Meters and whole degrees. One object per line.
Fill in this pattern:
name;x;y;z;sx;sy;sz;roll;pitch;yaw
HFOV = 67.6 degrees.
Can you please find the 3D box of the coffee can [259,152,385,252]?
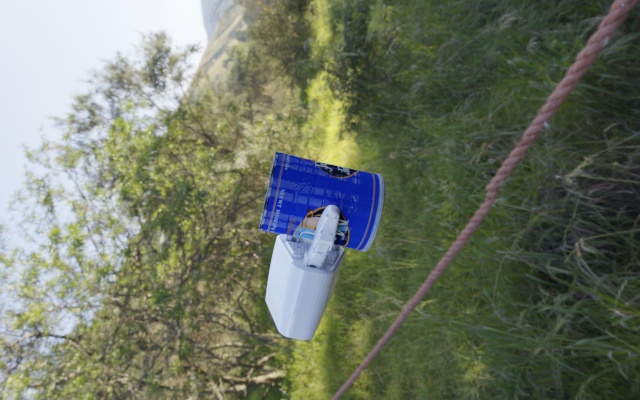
coffee can;0.000;0.002;0.612;0.140;0.103;0.103;12;-2;-7
